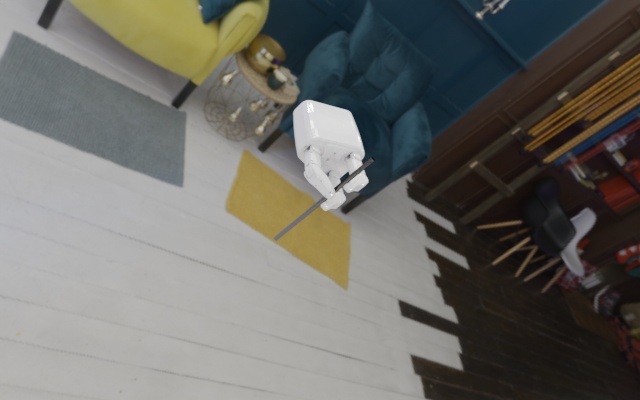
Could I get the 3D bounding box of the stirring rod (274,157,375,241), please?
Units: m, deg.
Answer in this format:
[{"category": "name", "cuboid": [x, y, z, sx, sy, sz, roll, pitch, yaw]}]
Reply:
[{"category": "stirring rod", "cuboid": [0.000, 0.003, 0.780, 0.240, 0.011, 0.011, -39, -23, 32]}]
